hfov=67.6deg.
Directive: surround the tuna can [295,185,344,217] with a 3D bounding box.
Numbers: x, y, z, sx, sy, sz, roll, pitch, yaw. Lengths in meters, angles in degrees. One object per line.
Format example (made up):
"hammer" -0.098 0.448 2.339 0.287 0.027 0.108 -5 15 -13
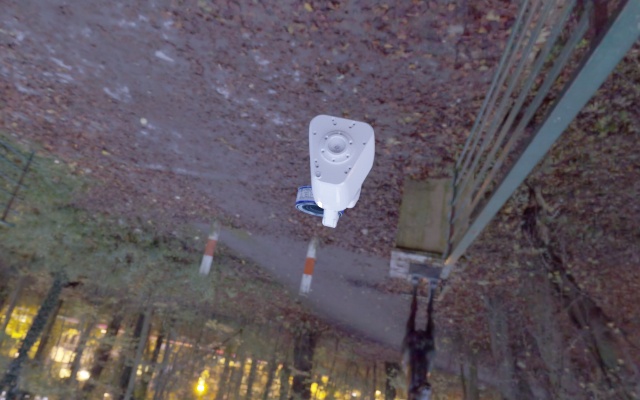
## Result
"tuna can" 0.000 0.003 0.830 0.086 0.033 0.086 10 -14 3
